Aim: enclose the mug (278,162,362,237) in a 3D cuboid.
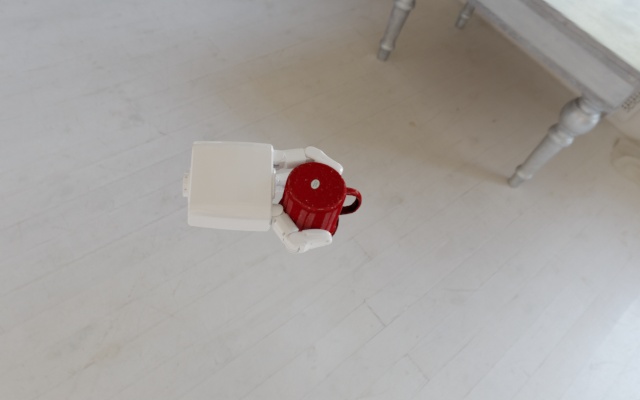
[{"bbox_3d":[0.002,0.002,0.652,0.117,0.093,0.081,1,-33,-12],"label":"mug"}]
